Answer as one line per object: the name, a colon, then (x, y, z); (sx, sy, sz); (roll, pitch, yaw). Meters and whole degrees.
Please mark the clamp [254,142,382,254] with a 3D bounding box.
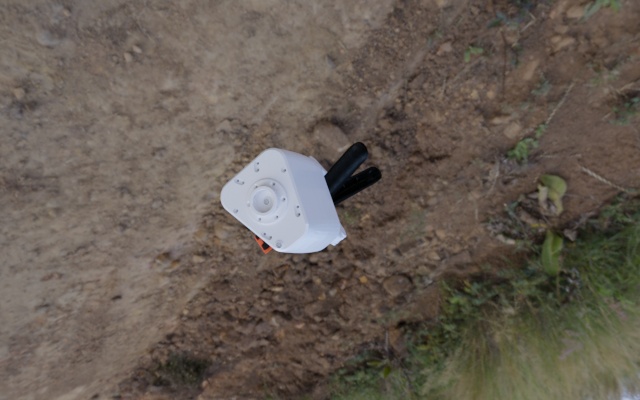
clamp: (0.000, 0.003, 0.680); (0.210, 0.036, 0.164); (-39, -16, 13)
